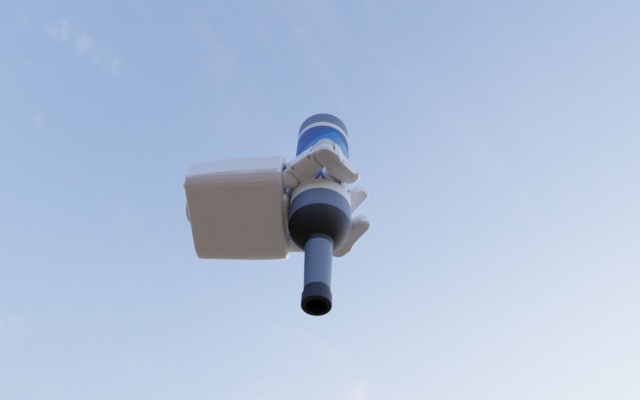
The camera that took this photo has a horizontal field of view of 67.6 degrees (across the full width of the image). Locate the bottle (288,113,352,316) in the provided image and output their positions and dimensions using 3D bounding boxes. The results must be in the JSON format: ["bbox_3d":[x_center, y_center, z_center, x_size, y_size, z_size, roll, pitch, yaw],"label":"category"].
[{"bbox_3d":[0.000,0.002,0.527,0.069,0.069,0.295,0,38,2],"label":"bottle"}]
